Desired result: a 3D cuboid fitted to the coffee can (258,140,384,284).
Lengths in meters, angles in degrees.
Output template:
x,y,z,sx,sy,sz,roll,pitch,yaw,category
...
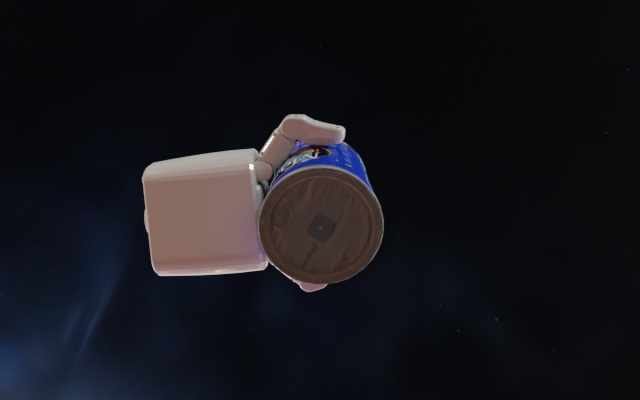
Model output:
x,y,z,sx,sy,sz,roll,pitch,yaw,category
0.000,0.001,0.454,0.103,0.103,0.140,0,18,0,coffee can
